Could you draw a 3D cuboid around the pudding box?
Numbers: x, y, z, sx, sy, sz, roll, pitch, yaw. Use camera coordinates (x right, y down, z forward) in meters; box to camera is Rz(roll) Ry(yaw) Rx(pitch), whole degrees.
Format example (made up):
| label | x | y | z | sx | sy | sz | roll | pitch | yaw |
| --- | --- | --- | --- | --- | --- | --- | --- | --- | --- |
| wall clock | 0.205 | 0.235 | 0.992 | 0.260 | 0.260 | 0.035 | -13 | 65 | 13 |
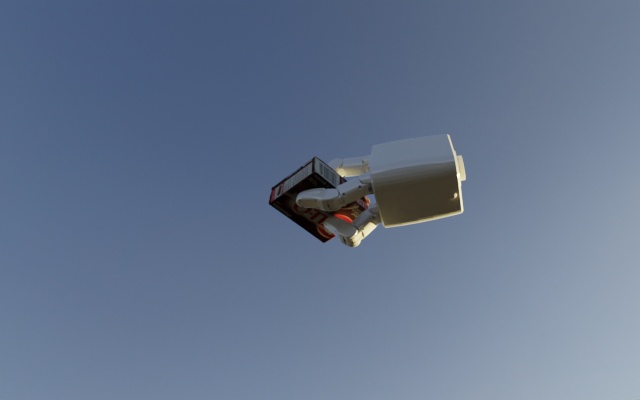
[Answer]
| label | x | y | z | sx | sy | sz | roll | pitch | yaw |
| --- | --- | --- | --- | --- | --- | --- | --- | --- | --- |
| pudding box | 0.000 | 0.002 | 0.659 | 0.090 | 0.039 | 0.113 | -34 | -58 | 30 |
